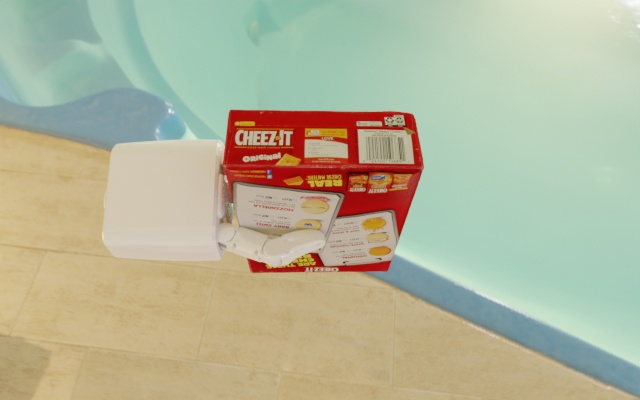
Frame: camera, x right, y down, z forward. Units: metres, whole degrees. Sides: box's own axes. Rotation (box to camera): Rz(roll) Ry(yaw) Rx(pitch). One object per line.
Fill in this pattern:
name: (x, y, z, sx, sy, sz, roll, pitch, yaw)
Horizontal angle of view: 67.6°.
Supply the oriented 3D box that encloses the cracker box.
cracker box: (0.000, 0.002, 0.485, 0.164, 0.072, 0.214, 0, -31, -1)
